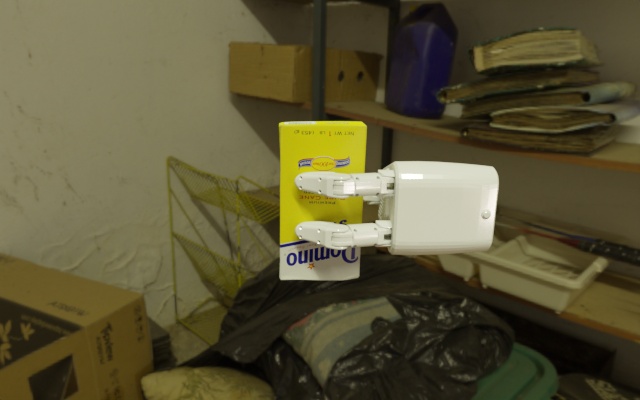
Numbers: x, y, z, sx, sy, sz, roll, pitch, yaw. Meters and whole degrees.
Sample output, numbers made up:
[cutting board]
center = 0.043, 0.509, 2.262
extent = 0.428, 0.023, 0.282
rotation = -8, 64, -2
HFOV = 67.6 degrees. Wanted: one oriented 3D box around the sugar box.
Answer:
[sugar box]
center = 0.000, 0.002, 0.531
extent = 0.093, 0.176, 0.048
rotation = 0, 14, -3
